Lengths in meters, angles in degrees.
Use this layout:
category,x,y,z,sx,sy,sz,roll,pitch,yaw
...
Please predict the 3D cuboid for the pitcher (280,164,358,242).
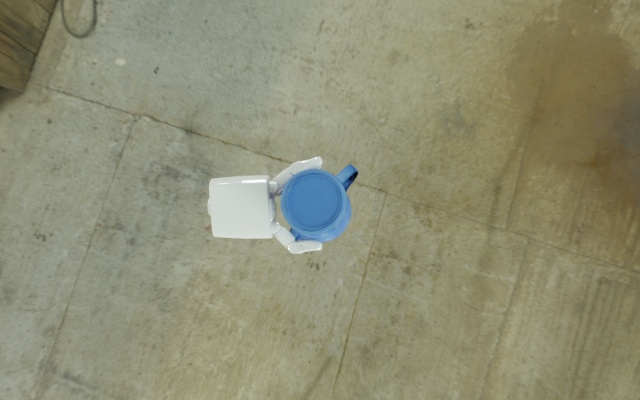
category,x,y,z,sx,sy,sz,roll,pitch,yaw
pitcher,0.000,0.003,0.875,0.145,0.149,0.243,0,-5,2
